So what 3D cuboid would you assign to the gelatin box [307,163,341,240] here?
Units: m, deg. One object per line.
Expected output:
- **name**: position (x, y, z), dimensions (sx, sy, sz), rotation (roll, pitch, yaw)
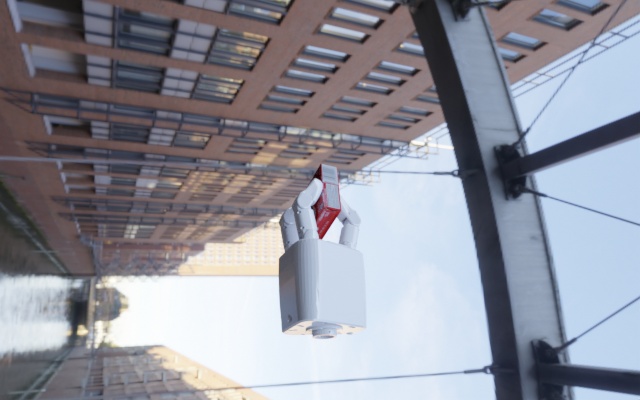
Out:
- **gelatin box**: position (0.001, 0.002, 0.703), dimensions (0.030, 0.089, 0.073), rotation (13, -43, -19)
